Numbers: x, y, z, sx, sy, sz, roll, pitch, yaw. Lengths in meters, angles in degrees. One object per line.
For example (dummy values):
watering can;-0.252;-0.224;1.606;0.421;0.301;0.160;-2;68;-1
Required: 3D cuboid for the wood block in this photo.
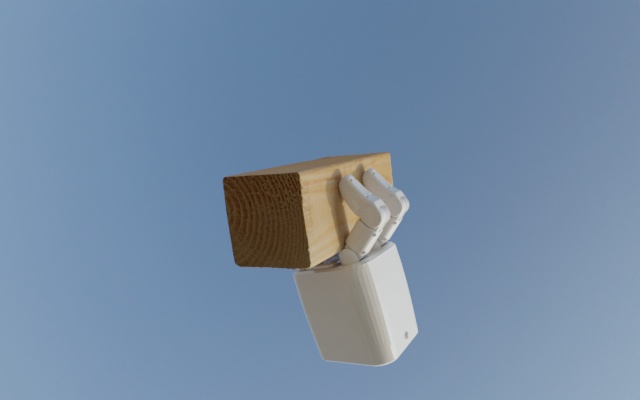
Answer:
wood block;0.000;0.002;0.524;0.091;0.090;0.206;-3;8;31
